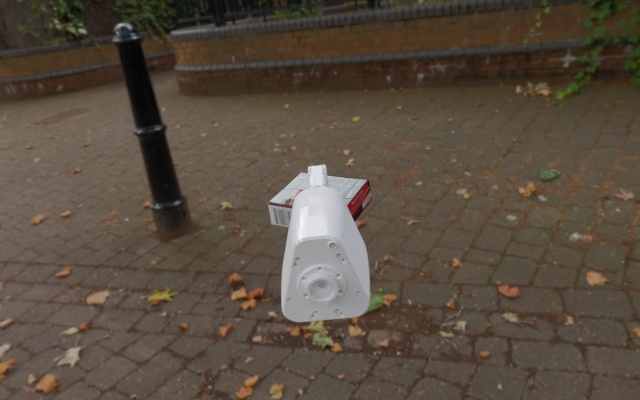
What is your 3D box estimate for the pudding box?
[{"bbox_3d":[0.000,0.002,0.636,0.113,0.039,0.090,9,34,28],"label":"pudding box"}]
